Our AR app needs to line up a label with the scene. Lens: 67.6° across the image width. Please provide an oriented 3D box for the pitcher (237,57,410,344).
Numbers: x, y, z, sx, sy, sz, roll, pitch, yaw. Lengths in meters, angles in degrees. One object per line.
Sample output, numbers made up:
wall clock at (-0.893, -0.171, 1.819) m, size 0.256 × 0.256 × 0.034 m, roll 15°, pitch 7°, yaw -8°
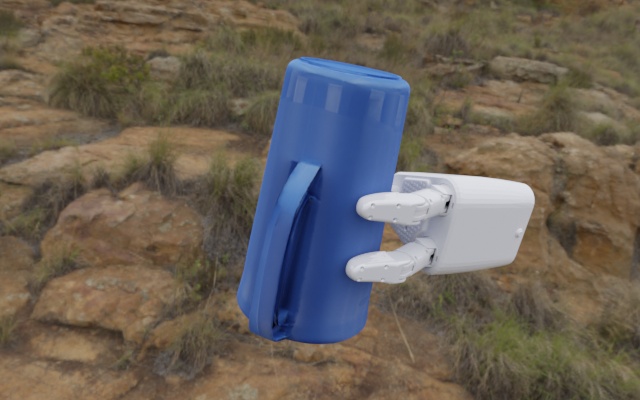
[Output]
pitcher at (0.000, 0.001, 0.437) m, size 0.145 × 0.243 × 0.149 m, roll 2°, pitch 21°, yaw -25°
